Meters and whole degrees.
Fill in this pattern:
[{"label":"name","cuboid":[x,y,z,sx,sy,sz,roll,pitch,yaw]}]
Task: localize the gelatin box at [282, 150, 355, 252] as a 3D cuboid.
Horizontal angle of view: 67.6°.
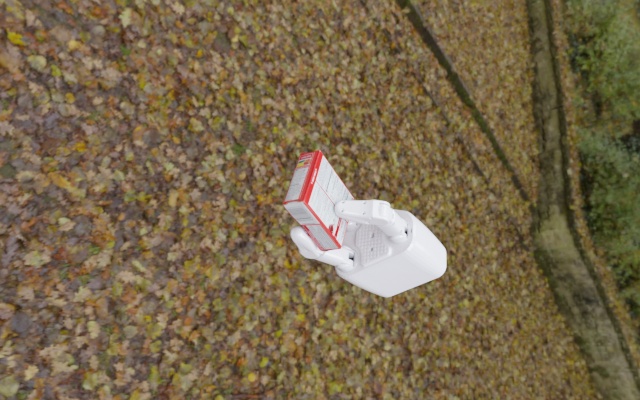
[{"label":"gelatin box","cuboid":[0.000,0.001,0.524,0.030,0.073,0.089,-9,-43,30]}]
